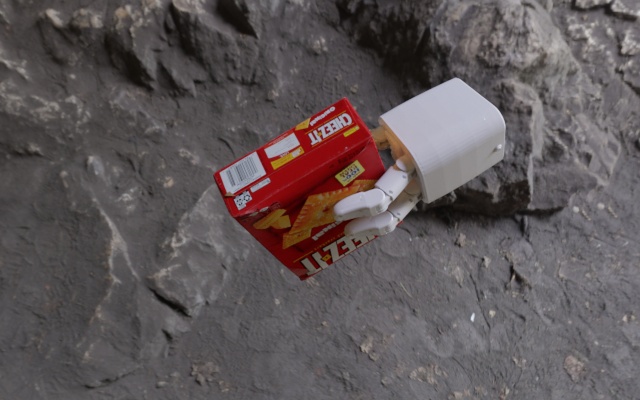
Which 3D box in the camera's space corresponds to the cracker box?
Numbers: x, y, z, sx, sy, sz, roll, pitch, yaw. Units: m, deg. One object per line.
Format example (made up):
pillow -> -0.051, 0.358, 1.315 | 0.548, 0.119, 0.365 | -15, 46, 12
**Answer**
cracker box -> 0.000, 0.002, 0.569 | 0.164, 0.072, 0.214 | -30, -32, 2
